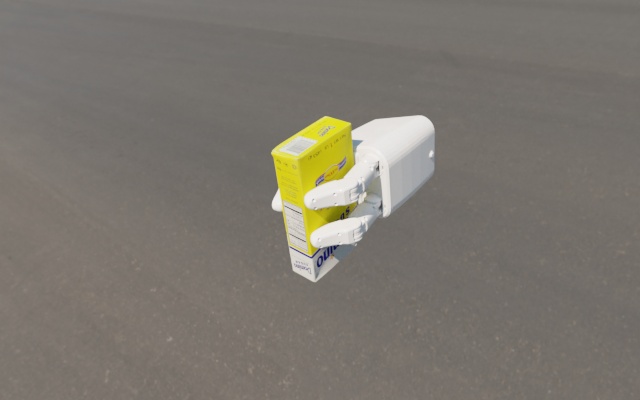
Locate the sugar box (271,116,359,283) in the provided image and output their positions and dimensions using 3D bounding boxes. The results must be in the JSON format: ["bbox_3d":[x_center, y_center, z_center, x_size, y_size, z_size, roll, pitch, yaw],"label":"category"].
[{"bbox_3d":[0.001,0.002,0.562,0.048,0.176,0.093,21,44,37],"label":"sugar box"}]
